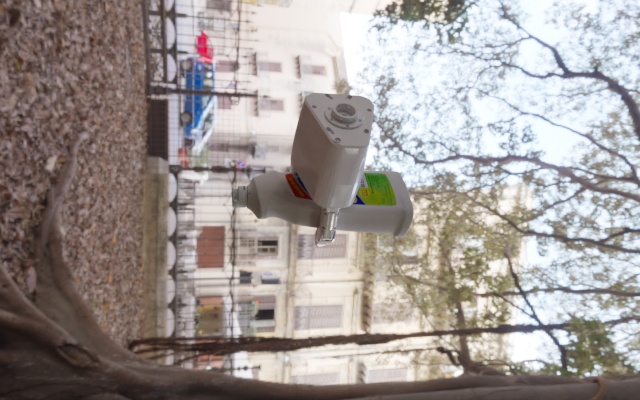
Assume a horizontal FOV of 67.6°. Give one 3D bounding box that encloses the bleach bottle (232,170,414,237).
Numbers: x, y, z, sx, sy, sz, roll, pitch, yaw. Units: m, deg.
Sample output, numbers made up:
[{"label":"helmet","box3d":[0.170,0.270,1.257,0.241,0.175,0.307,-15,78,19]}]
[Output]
[{"label":"bleach bottle","box3d":[0.000,0.002,0.690,0.251,0.102,0.068,0,-42,-13]}]
